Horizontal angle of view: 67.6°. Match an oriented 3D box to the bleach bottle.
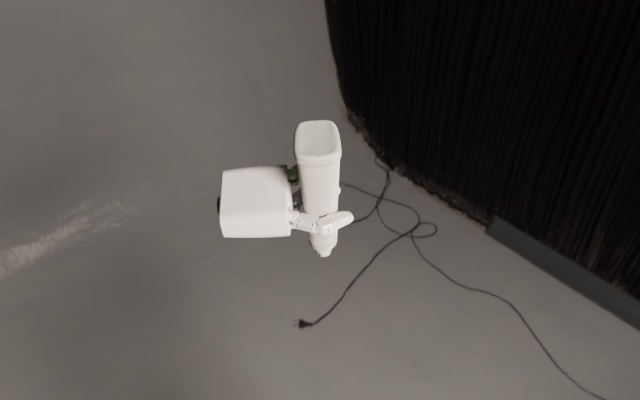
[{"bbox_3d":[0.000,0.002,0.763,0.068,0.251,0.102,-3,42,0],"label":"bleach bottle"}]
